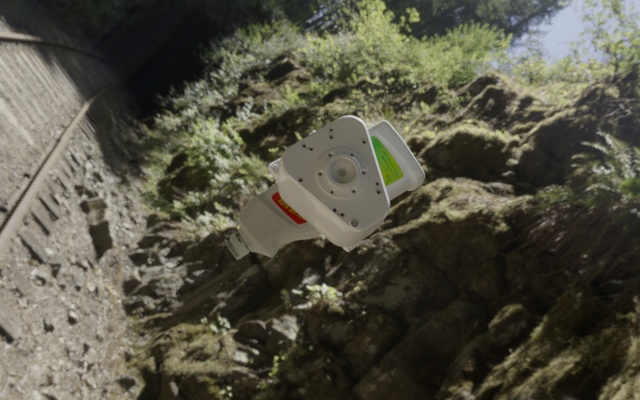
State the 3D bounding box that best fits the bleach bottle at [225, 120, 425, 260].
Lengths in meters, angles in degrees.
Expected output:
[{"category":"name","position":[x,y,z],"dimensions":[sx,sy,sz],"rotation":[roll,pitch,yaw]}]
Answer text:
[{"category":"bleach bottle","position":[0.000,0.002,0.601],"dimensions":[0.251,0.102,0.068],"rotation":[-32,-8,-9]}]
